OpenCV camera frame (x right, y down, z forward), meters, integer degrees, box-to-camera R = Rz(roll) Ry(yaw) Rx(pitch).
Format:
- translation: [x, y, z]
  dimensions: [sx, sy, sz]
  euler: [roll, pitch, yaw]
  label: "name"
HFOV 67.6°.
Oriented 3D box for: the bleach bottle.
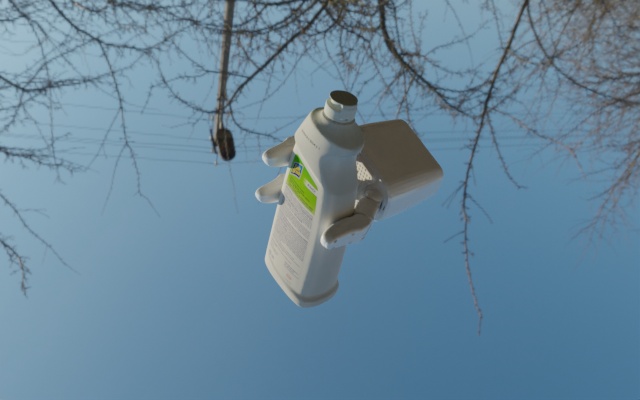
- translation: [0.000, 0.002, 0.525]
  dimensions: [0.068, 0.251, 0.102]
  euler: [-19, 51, -36]
  label: "bleach bottle"
